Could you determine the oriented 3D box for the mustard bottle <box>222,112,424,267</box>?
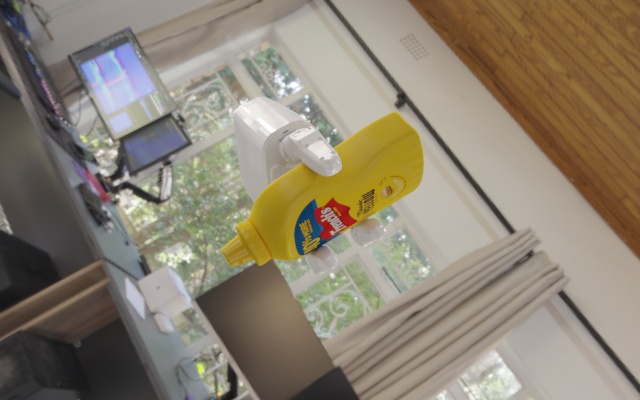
[{"bbox_3d":[0.000,0.001,0.425,0.191,0.058,0.096,-30,-29,-12],"label":"mustard bottle"}]
